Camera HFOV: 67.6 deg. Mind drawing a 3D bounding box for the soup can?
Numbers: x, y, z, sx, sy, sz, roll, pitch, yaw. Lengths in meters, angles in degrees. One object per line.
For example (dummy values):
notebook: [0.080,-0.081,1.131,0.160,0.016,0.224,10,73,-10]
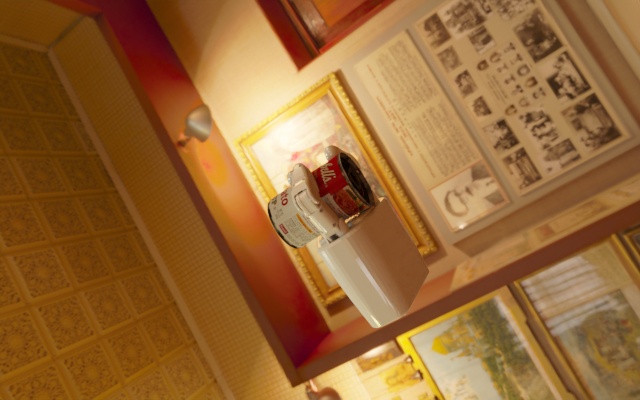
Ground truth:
soup can: [0.000,0.002,0.535,0.102,0.068,0.068,-32,-12,19]
